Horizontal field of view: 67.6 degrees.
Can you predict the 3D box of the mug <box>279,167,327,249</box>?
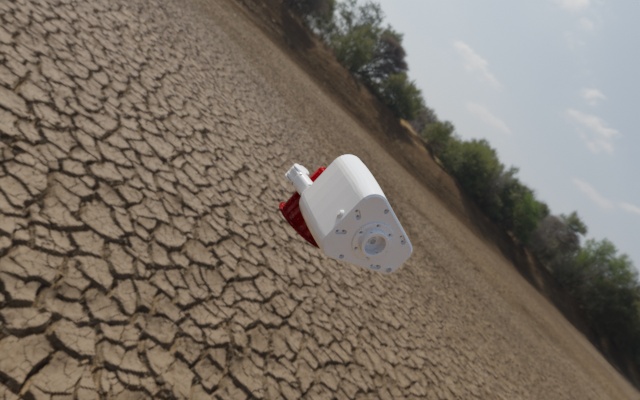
[{"bbox_3d":[0.000,0.001,0.678,0.093,0.081,0.117,38,13,-30],"label":"mug"}]
